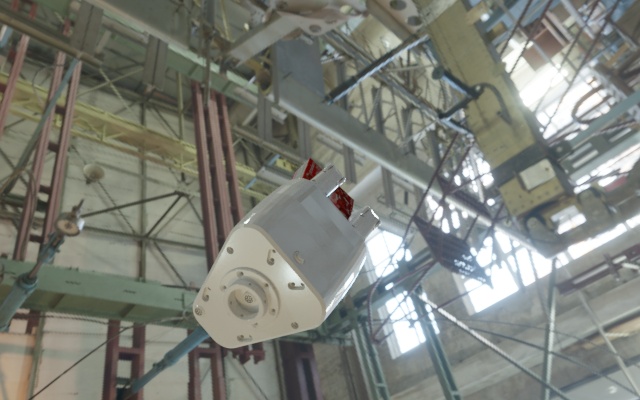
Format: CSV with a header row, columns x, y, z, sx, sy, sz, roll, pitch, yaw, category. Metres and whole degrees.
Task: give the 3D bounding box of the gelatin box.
x,y,z,sx,sy,sz,roll,pitch,yaw,category
0.000,0.002,0.518,0.030,0.073,0.089,-41,14,23,gelatin box
